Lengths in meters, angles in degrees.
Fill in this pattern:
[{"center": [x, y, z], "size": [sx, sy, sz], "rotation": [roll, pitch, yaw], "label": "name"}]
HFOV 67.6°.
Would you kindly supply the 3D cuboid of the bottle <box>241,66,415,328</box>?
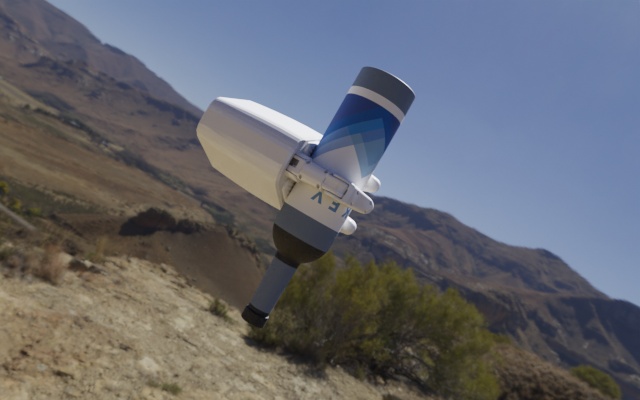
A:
[{"center": [0.000, 0.001, 0.512], "size": [0.069, 0.295, 0.069], "rotation": [30, -1, 1], "label": "bottle"}]
